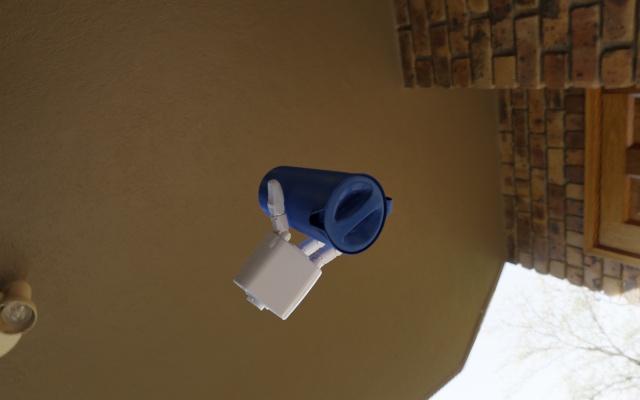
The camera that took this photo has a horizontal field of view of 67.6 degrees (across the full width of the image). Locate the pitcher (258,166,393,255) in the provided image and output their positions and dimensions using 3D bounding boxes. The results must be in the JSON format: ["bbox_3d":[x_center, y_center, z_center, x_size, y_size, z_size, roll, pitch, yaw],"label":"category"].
[{"bbox_3d":[0.000,0.003,0.859,0.243,0.145,0.149,16,-23,52],"label":"pitcher"}]
